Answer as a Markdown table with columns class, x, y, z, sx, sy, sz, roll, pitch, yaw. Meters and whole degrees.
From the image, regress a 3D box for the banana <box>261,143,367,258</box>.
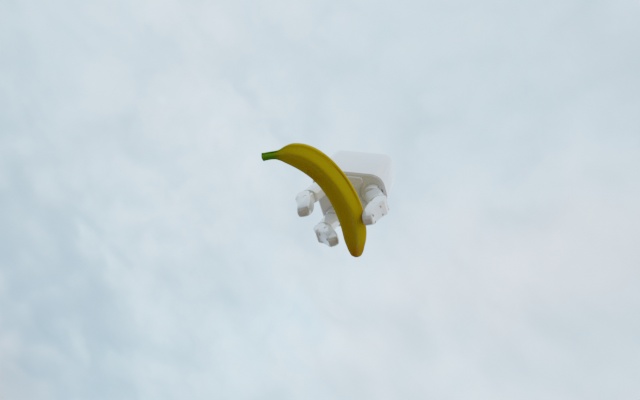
| class | x | y | z | sx | sy | sz | roll | pitch | yaw |
| --- | --- | --- | --- | --- | --- | --- | --- | --- | --- |
| banana | 0.011 | -0.010 | 0.644 | 0.070 | 0.198 | 0.037 | -36 | 12 | 26 |
